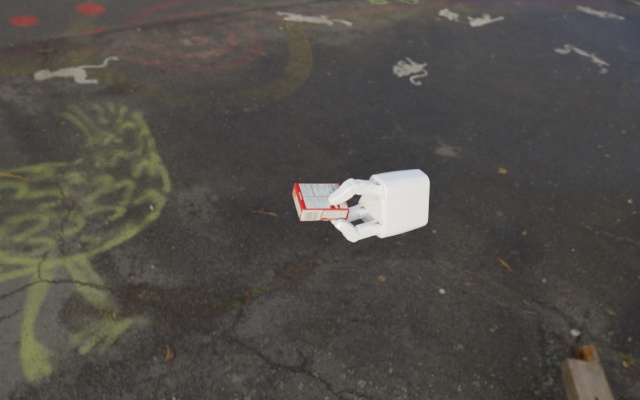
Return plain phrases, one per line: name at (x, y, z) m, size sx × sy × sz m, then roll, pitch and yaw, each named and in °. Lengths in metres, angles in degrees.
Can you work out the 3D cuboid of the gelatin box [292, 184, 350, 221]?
gelatin box at (0.000, 0.002, 0.855) m, size 0.089 × 0.030 × 0.073 m, roll 0°, pitch 41°, yaw -18°
